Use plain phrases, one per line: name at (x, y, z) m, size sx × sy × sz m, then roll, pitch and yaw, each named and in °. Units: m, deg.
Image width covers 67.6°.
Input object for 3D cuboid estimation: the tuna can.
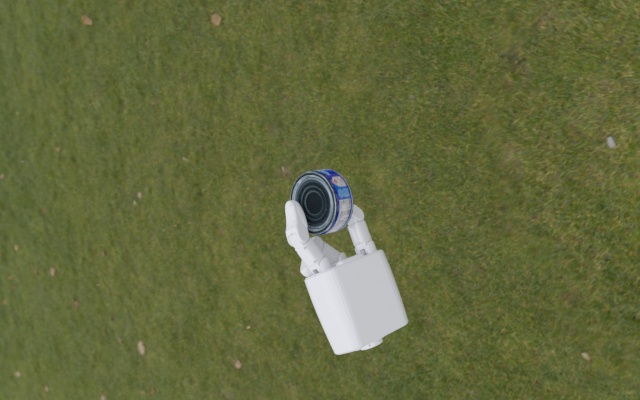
tuna can at (0.000, 0.002, 0.627) m, size 0.086 × 0.086 × 0.034 m, roll 0°, pitch 6°, yaw 43°
